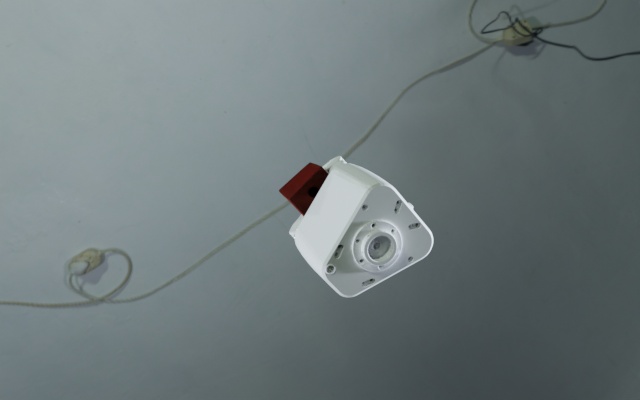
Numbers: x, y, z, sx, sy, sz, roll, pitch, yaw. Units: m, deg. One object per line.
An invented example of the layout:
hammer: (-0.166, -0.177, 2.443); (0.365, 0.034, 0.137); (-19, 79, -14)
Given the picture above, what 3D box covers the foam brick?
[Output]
foam brick: (0.000, 0.002, 0.556); (0.078, 0.053, 0.051); (47, -5, -19)
